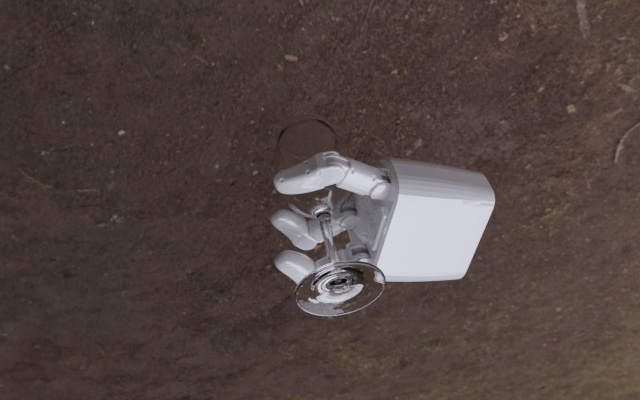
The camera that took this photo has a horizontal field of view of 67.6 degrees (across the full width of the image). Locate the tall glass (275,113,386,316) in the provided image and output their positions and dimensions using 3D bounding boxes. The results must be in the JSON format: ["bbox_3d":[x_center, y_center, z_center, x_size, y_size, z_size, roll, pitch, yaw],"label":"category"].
[{"bbox_3d":[0.000,0.002,0.447,0.079,0.200,0.079,-7,-44,-7],"label":"tall glass"}]
